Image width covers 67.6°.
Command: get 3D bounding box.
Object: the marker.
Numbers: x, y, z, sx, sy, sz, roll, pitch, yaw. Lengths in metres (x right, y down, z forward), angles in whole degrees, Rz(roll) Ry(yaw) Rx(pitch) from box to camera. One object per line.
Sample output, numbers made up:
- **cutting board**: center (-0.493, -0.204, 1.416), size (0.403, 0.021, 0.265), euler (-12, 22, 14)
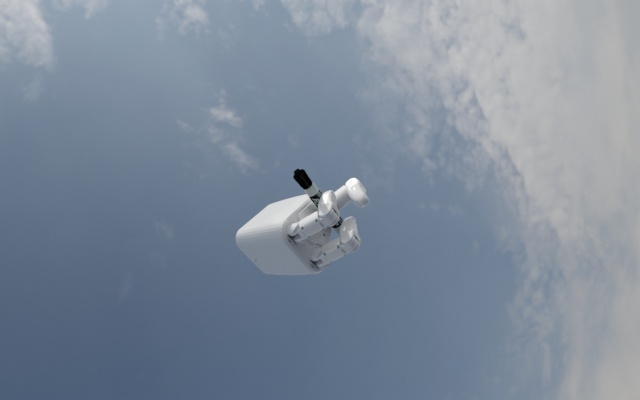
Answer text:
- **marker**: center (0.000, 0.002, 0.668), size (0.020, 0.020, 0.121), euler (0, -44, 49)
